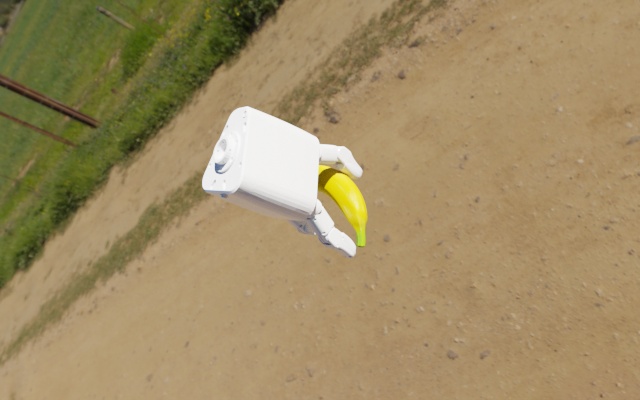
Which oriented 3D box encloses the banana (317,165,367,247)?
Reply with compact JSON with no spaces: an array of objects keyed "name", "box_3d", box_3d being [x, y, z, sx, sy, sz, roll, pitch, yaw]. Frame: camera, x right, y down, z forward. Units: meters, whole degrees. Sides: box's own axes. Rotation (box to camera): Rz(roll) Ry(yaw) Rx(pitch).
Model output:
[{"name":"banana","box_3d":[0.010,-0.013,0.672,0.037,0.069,0.197,16,17,-38]}]
